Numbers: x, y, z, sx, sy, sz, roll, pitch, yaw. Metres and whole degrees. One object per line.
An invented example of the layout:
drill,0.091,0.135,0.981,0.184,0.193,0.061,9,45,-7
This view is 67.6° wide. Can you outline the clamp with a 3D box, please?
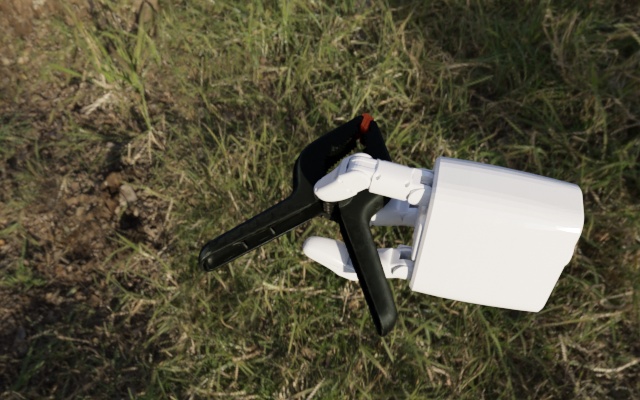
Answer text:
clamp,0.000,0.001,0.420,0.164,0.209,0.036,12,-34,7
